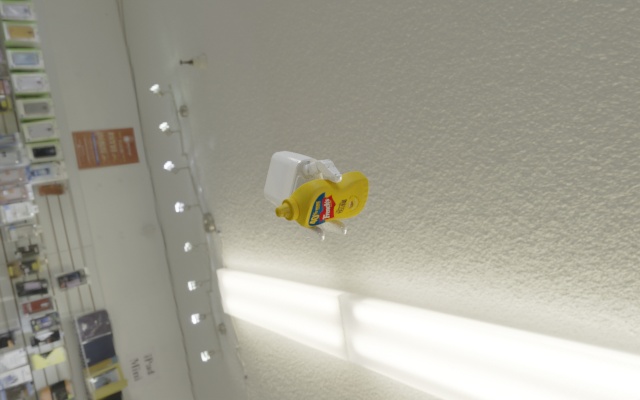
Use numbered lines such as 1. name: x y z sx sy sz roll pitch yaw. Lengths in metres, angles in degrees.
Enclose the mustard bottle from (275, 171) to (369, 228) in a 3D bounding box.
1. mustard bottle: 0.001 0.003 0.900 0.191 0.096 0.058 -13 45 -34
